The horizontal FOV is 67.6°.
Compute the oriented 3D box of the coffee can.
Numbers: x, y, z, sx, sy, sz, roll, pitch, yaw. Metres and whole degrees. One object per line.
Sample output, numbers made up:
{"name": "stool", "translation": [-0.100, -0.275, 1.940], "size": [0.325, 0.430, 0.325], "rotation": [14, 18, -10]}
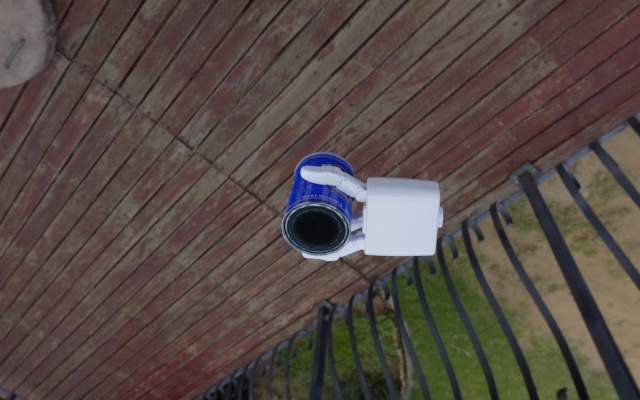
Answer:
{"name": "coffee can", "translation": [0.000, 0.002, 0.750], "size": [0.103, 0.103, 0.140], "rotation": [0, 36, 7]}
